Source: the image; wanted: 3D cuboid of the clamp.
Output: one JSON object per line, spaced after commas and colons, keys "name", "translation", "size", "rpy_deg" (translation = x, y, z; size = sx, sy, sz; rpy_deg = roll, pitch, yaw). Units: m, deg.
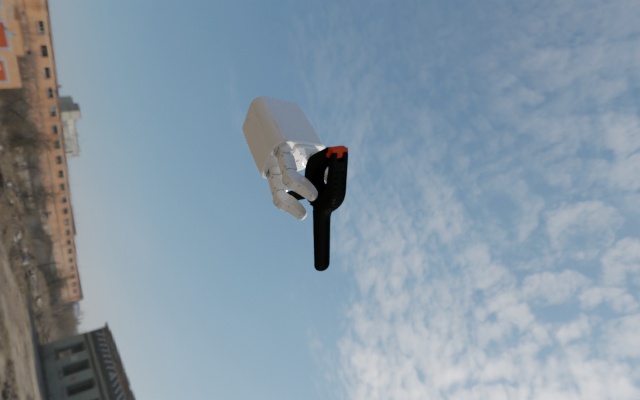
{"name": "clamp", "translation": [0.001, 0.002, 0.751], "size": [0.036, 0.164, 0.210], "rpy_deg": [-10, -30, -30]}
